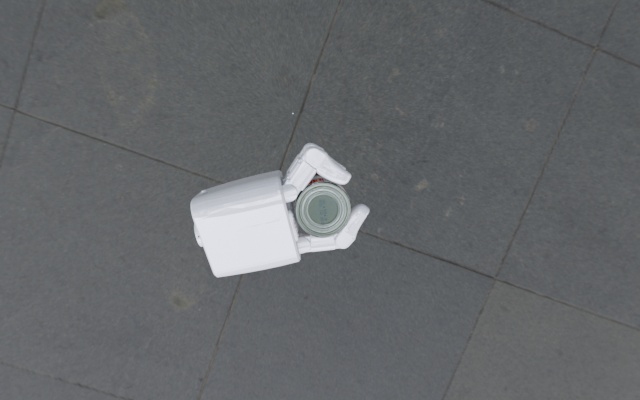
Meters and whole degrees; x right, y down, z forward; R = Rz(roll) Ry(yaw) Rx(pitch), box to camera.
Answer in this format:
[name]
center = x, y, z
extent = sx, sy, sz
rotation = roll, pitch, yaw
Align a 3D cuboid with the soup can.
[soup can]
center = 0.001, 0.002, 0.594
extent = 0.068, 0.068, 0.102
rotation = 0, 10, -3
